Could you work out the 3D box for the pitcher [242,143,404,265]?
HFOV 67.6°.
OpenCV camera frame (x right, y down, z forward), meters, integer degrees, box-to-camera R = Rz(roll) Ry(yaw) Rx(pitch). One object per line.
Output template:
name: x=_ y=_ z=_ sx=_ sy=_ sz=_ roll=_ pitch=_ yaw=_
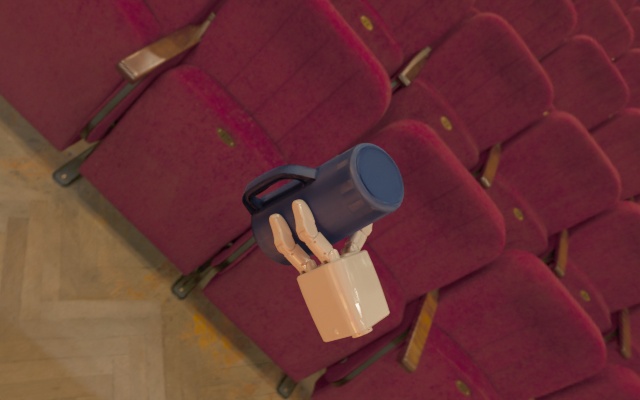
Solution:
pitcher: x=0.000 y=0.003 z=0.745 sx=0.149 sy=0.145 sz=0.243 roll=-14 pitch=-12 yaw=-46
